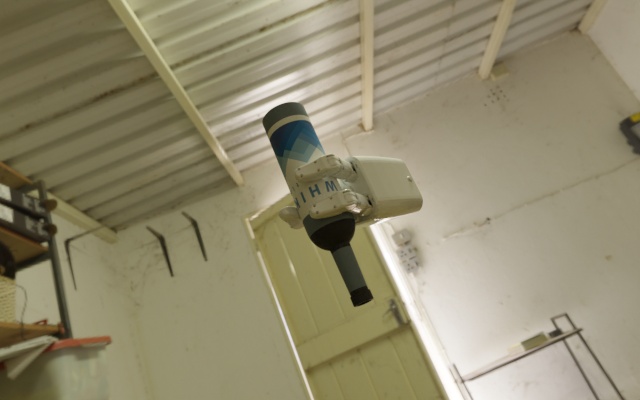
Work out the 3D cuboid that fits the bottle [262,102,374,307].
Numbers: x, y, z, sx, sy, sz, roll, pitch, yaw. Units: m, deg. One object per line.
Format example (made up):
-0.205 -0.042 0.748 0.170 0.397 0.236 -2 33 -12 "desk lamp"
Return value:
0.000 0.002 0.650 0.069 0.295 0.069 -20 -21 -8 "bottle"
